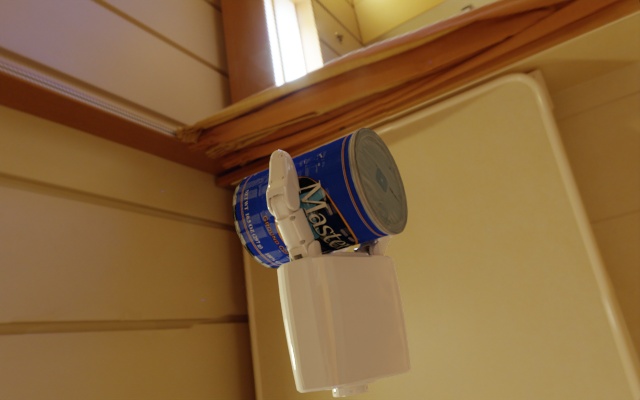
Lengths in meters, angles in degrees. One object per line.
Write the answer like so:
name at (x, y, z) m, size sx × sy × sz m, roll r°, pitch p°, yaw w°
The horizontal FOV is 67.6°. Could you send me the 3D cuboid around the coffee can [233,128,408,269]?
coffee can at (0.000, 0.001, 0.471) m, size 0.140 × 0.103 × 0.103 m, roll -20°, pitch -10°, yaw 28°
